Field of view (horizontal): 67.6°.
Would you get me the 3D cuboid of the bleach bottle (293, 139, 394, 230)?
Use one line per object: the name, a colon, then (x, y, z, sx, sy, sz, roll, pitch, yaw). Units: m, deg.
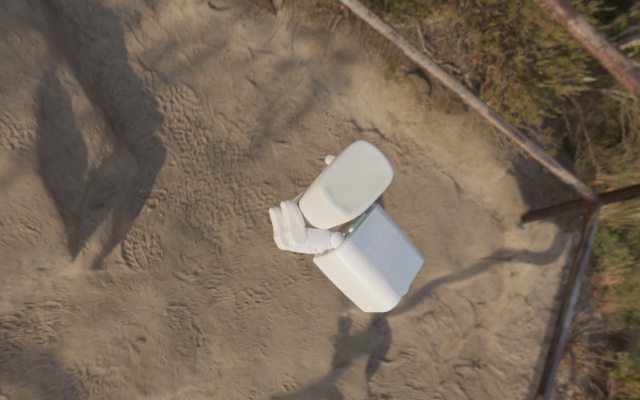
bleach bottle: (0.000, 0.002, 0.658, 0.102, 0.068, 0.251, -46, 5, -22)
